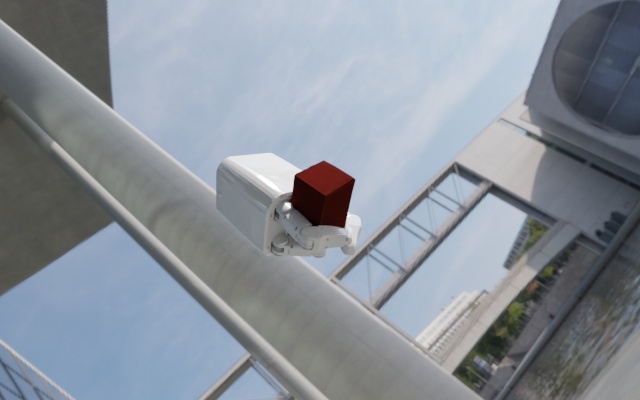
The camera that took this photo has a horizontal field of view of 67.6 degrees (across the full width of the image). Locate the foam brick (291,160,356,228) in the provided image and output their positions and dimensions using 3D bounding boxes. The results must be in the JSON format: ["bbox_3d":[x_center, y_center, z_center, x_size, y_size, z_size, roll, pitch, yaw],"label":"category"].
[{"bbox_3d":[0.000,0.002,0.566,0.051,0.078,0.053,36,46,29],"label":"foam brick"}]
